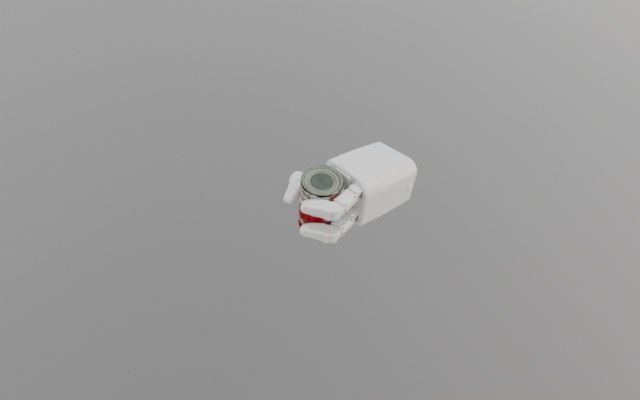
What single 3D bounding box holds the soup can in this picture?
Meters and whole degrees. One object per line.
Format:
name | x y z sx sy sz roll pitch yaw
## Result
soup can | 0.000 0.002 0.753 0.068 0.068 0.102 0 -41 -4
